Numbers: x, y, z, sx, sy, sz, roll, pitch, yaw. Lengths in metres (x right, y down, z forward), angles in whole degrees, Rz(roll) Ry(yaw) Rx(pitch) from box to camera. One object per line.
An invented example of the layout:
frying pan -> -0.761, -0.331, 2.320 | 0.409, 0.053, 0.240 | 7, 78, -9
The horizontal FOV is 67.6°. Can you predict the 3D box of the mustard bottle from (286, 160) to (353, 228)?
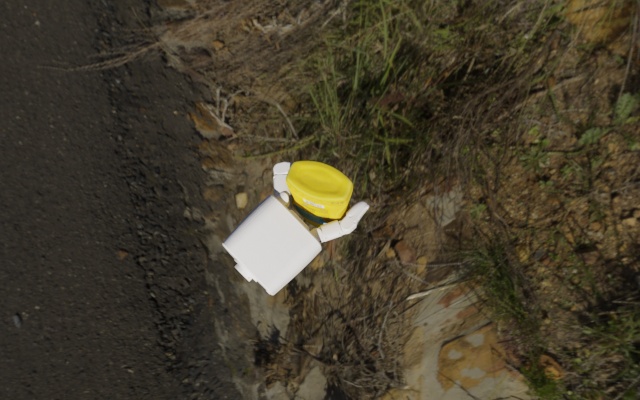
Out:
mustard bottle -> 0.000, 0.002, 0.762 | 0.096, 0.058, 0.192 | 18, -18, 8
